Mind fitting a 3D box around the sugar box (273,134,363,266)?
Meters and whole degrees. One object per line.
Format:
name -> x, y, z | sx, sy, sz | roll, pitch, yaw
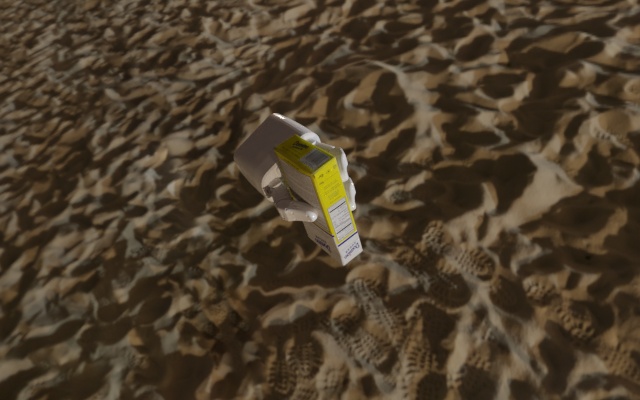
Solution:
sugar box -> 0.000, 0.002, 0.665 | 0.048, 0.176, 0.093 | -37, 44, -17
